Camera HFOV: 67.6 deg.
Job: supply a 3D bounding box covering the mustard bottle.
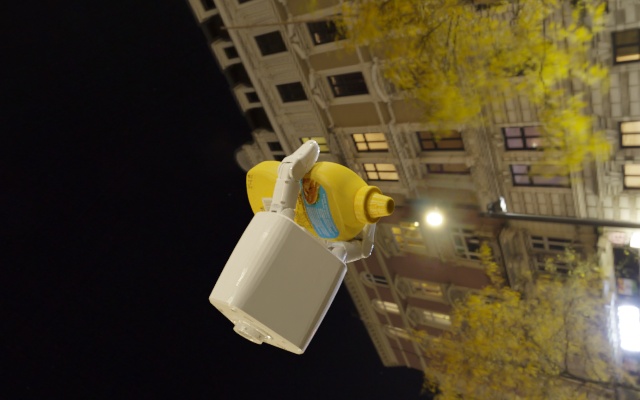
[{"bbox_3d":[0.000,0.002,0.558,0.191,0.096,0.058,4,31,41],"label":"mustard bottle"}]
